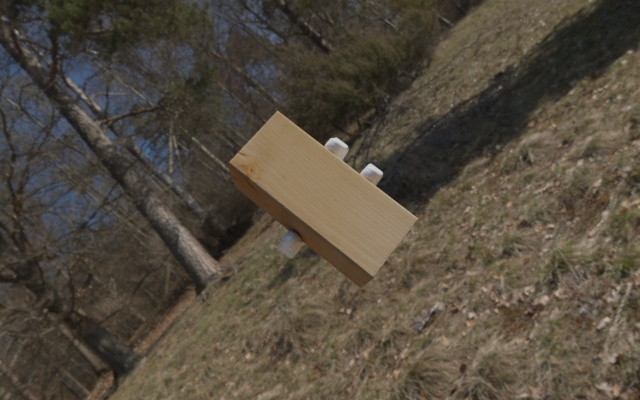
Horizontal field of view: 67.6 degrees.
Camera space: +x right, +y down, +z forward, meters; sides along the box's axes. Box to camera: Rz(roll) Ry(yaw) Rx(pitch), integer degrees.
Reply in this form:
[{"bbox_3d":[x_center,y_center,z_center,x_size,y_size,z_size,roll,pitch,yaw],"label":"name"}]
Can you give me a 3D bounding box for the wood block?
[{"bbox_3d":[0.000,0.002,0.576,0.206,0.091,0.090,38,-16,7],"label":"wood block"}]
